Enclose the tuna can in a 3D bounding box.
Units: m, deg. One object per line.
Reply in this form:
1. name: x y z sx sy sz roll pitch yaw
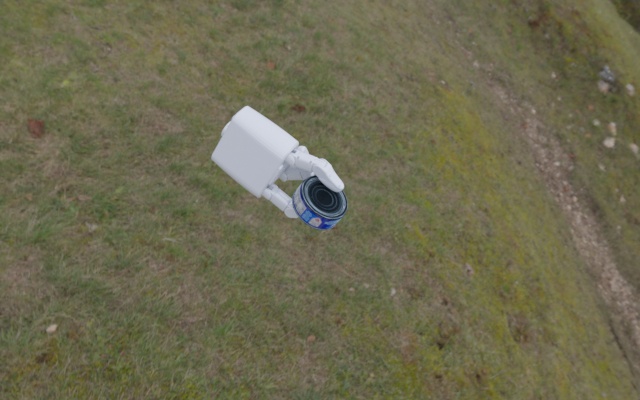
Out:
1. tuna can: 0.000 0.002 0.761 0.086 0.086 0.034 0 -33 -34
